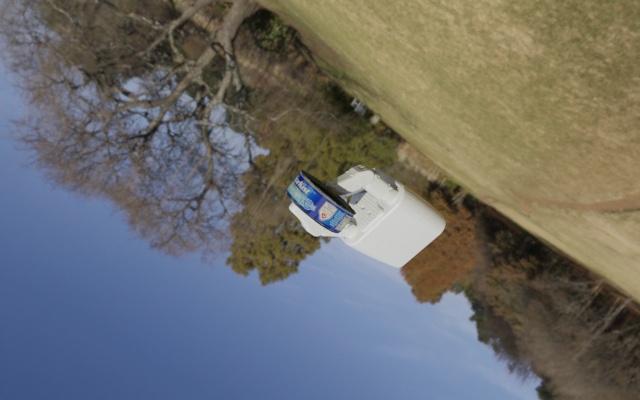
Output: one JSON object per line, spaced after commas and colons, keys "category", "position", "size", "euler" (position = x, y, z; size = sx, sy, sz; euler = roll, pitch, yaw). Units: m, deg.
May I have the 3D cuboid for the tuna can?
{"category": "tuna can", "position": [0.000, 0.002, 0.585], "size": [0.086, 0.034, 0.086], "euler": [38, 8, -6]}
